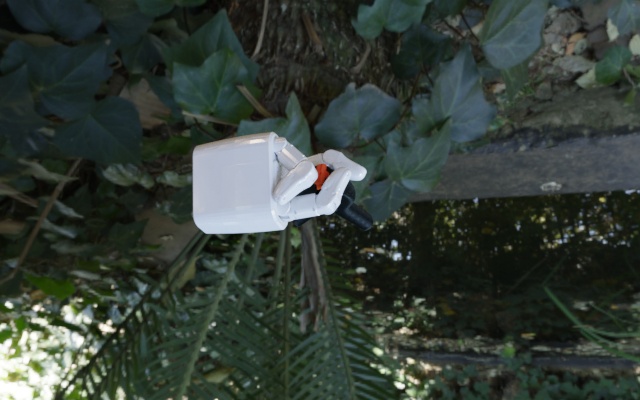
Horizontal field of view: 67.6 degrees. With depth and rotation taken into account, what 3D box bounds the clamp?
[{"bbox_3d":[0.000,0.003,0.651,0.120,0.039,0.171,-6,-28,14],"label":"clamp"}]
